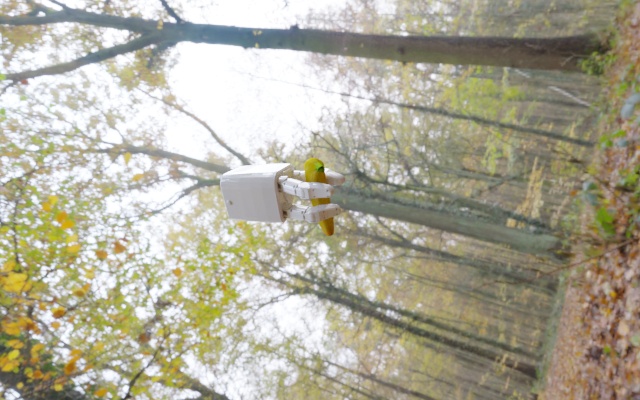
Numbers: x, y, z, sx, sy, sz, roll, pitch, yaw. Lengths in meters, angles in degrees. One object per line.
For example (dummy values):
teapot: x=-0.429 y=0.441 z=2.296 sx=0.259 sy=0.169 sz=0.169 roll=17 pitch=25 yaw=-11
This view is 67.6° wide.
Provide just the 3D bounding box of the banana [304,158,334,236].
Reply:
banana: x=-0.003 y=-0.014 z=0.859 sx=0.037 sy=0.069 sz=0.198 roll=-11 pitch=-38 yaw=1
